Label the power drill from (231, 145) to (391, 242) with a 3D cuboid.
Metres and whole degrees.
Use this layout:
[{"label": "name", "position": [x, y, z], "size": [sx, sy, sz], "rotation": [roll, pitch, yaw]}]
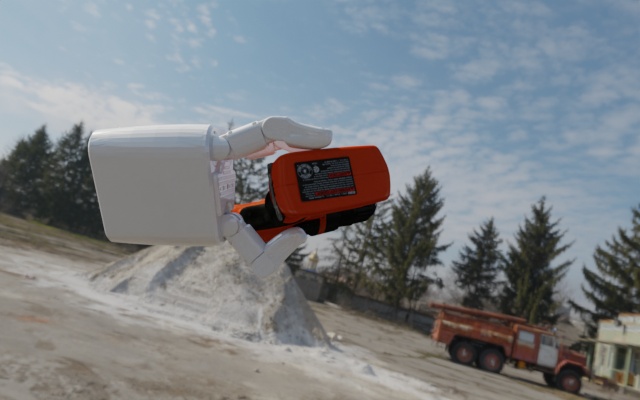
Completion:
[{"label": "power drill", "position": [0.000, 0.001, 0.494], "size": [0.184, 0.057, 0.188], "rotation": [-10, -12, -20]}]
